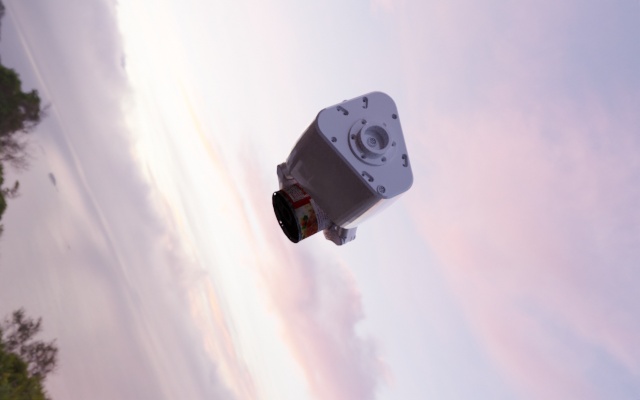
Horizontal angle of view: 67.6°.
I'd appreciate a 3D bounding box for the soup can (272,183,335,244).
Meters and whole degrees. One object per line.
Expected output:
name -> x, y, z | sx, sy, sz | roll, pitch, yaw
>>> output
soup can -> 0.000, 0.002, 0.590 | 0.102, 0.068, 0.068 | -24, 10, -23
